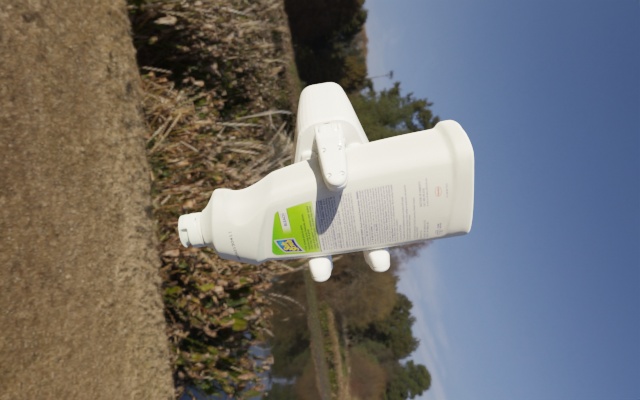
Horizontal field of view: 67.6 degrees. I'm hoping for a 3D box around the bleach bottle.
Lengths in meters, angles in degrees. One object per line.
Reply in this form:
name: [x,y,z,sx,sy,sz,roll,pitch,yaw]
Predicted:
bleach bottle: [0.000,0.001,0.419,0.251,0.103,0.068,-9,33,2]
